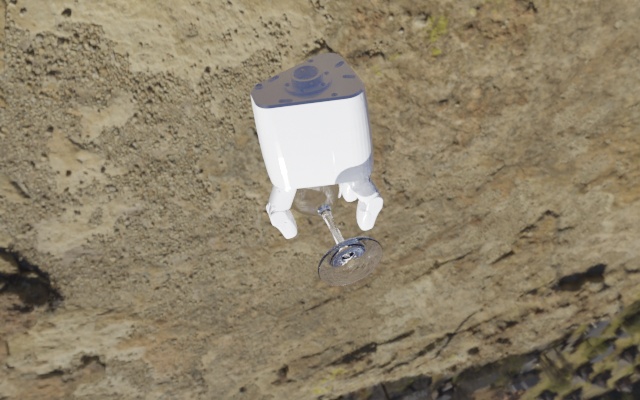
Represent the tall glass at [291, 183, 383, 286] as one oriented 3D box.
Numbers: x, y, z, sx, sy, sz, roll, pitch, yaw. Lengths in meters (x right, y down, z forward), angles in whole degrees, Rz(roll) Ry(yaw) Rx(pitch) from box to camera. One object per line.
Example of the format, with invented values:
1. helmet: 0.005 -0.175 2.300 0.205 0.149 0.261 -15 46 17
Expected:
1. tall glass: 0.000 0.002 0.578 0.079 0.079 0.201 0 40 -25
